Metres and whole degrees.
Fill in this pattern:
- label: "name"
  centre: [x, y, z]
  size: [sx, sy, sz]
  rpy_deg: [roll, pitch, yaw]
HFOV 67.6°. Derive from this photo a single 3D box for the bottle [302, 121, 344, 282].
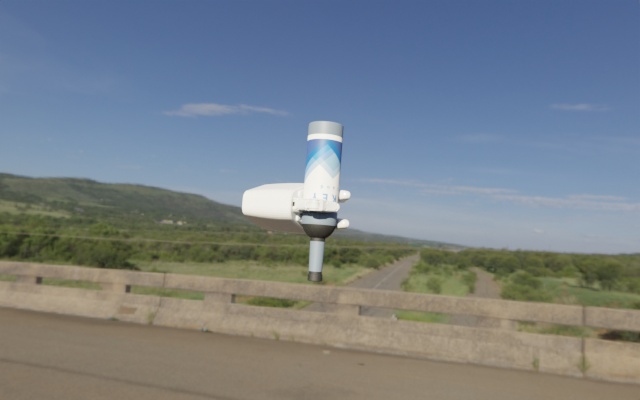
- label: "bottle"
  centre: [0.000, 0.003, 0.899]
  size: [0.069, 0.295, 0.069]
  rpy_deg: [4, -5, 0]
